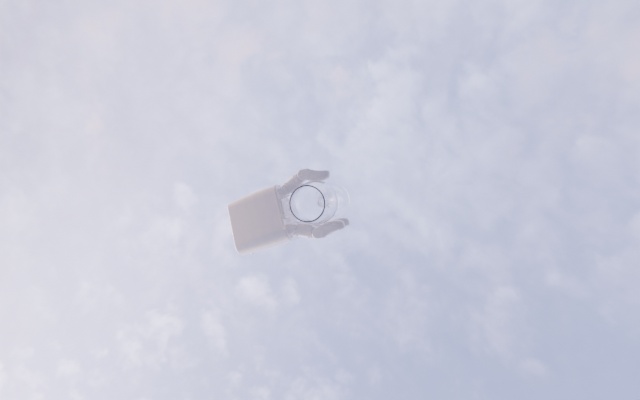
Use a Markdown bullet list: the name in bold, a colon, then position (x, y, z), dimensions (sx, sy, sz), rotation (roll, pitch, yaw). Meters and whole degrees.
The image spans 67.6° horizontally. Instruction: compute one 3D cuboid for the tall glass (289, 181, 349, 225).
- **tall glass**: position (0.000, 0.003, 0.882), dimensions (0.079, 0.079, 0.201), rotation (0, 1, 13)
